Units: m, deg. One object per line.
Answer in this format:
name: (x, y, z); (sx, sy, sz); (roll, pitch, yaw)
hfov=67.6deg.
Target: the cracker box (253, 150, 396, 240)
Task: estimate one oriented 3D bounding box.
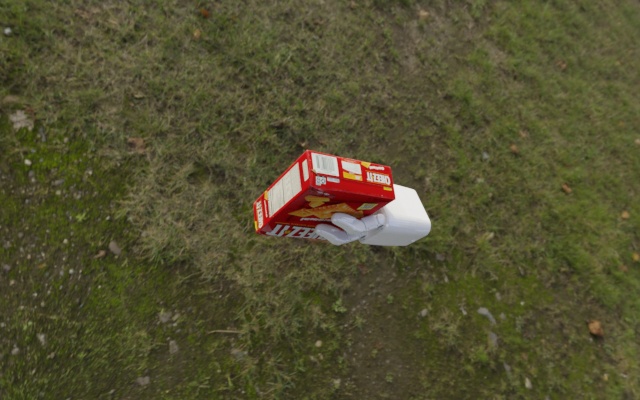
cracker box: (0.000, 0.002, 0.835); (0.164, 0.072, 0.214); (8, -28, -29)
